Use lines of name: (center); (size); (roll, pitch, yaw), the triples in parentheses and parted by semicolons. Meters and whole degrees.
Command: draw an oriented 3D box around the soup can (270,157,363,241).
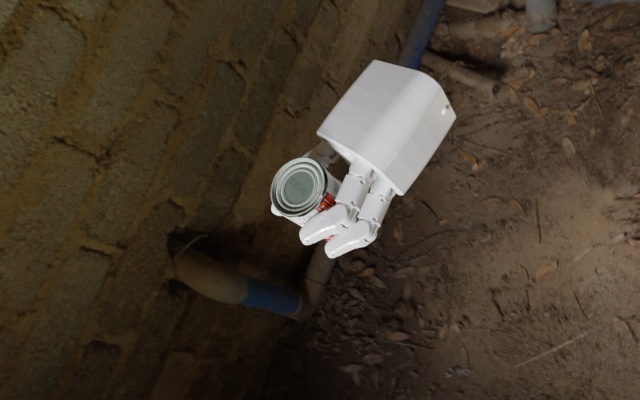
soup can: (0.000, 0.002, 0.525); (0.068, 0.068, 0.102); (0, -19, 30)
